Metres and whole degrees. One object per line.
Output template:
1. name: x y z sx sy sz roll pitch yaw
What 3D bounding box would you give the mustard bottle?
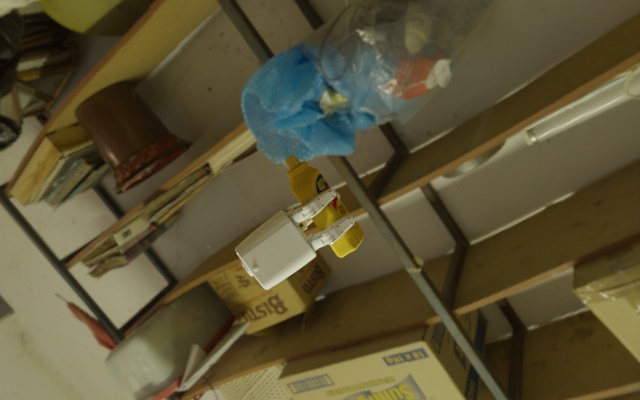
1. mustard bottle: 0.001 0.003 0.838 0.058 0.191 0.096 -33 9 20
